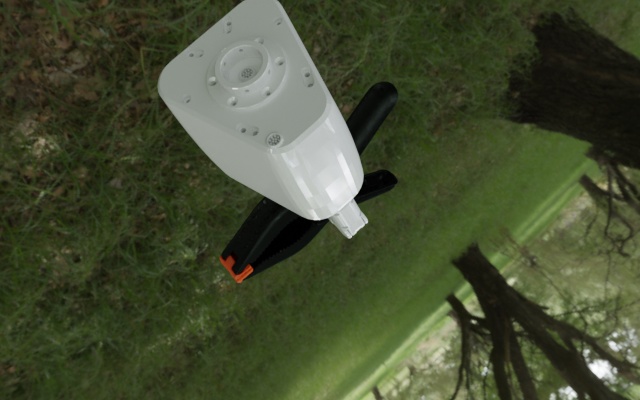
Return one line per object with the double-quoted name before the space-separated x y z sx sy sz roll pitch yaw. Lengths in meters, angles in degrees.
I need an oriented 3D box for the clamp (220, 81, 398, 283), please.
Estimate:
"clamp" 0.000 0.002 0.455 0.036 0.210 0.165 45 -5 26
